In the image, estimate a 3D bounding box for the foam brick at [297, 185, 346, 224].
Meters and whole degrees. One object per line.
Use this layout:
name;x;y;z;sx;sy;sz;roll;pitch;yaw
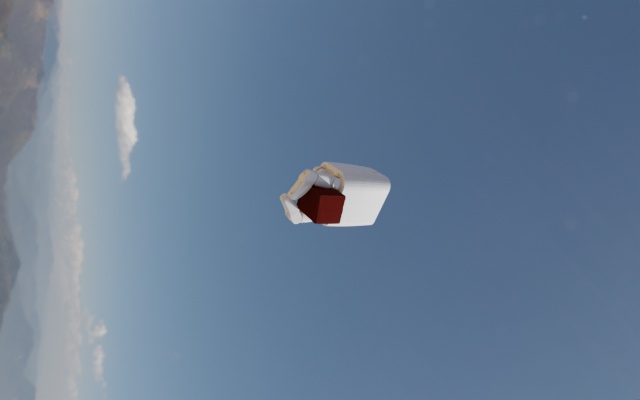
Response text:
foam brick;0.000;0.003;0.822;0.051;0.053;0.078;4;19;-29
